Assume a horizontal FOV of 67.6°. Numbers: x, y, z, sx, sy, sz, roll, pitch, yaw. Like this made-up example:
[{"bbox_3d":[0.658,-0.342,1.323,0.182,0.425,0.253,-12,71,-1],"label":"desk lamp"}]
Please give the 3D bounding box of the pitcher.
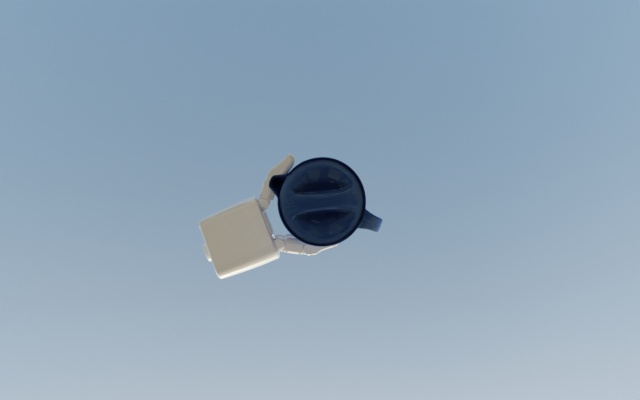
[{"bbox_3d":[0.000,0.003,0.821,0.145,0.149,0.243,-24,4,-4],"label":"pitcher"}]
